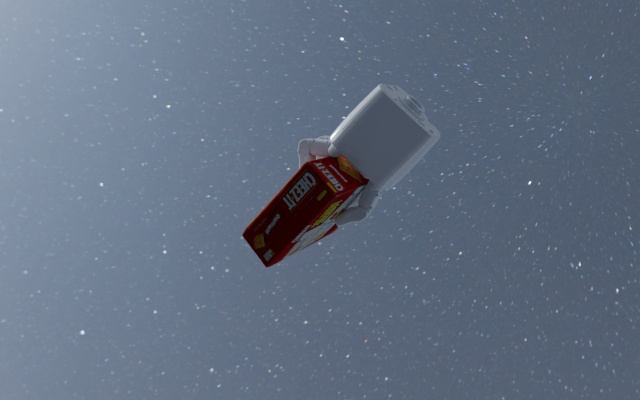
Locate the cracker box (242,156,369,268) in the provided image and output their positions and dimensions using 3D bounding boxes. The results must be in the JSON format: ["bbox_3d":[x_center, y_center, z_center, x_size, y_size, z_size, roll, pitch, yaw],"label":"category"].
[{"bbox_3d":[0.000,0.003,0.745,0.164,0.072,0.213,-47,-13,27],"label":"cracker box"}]
